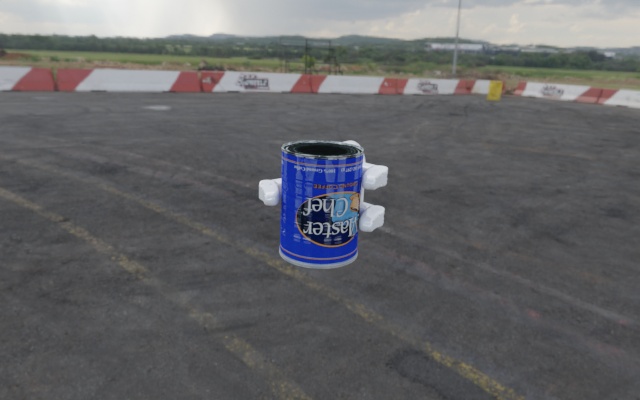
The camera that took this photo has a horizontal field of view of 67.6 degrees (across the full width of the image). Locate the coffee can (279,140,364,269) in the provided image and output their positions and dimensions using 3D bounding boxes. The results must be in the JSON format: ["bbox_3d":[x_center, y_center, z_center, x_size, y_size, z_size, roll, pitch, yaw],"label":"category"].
[{"bbox_3d":[0.000,0.002,0.605,0.103,0.140,0.102,2,17,-1],"label":"coffee can"}]
